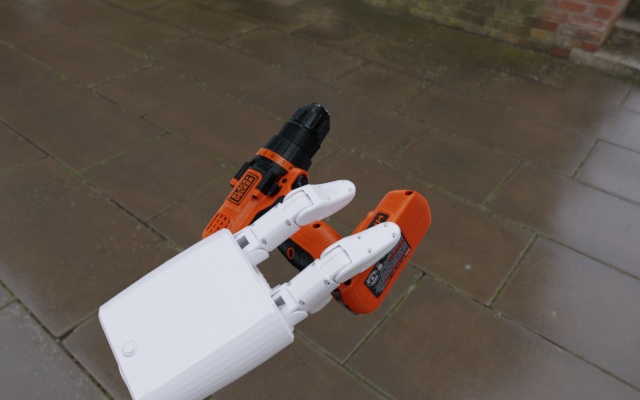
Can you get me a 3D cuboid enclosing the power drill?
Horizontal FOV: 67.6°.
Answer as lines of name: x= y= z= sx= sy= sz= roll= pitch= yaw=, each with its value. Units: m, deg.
power drill: x=0.000 y=0.002 z=0.430 sx=0.187 sy=0.184 sz=0.057 roll=24 pitch=-15 yaw=39
